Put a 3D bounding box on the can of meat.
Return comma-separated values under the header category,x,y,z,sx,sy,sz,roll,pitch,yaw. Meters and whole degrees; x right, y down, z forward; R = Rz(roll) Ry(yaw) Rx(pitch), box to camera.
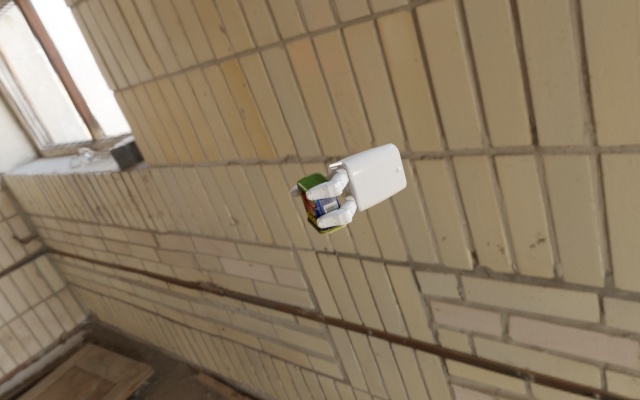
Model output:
category,x,y,z,sx,sy,sz,roll,pitch,yaw
can of meat,0.000,0.003,0.880,0.057,0.084,0.102,-23,23,-12
